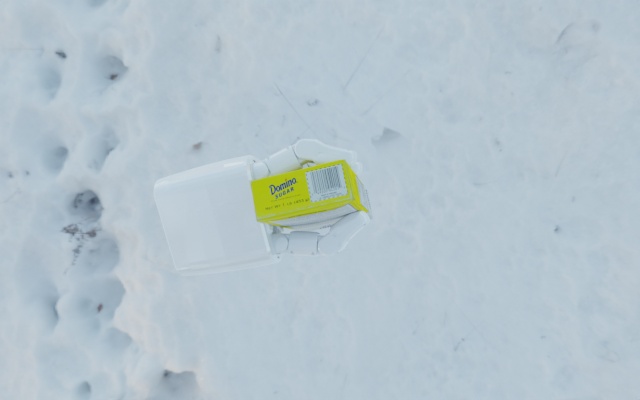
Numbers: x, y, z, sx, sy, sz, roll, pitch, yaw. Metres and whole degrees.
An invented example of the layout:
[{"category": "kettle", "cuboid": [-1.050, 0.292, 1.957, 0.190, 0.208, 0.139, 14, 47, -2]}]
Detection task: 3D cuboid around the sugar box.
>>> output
[{"category": "sugar box", "cuboid": [0.000, 0.001, 0.510, 0.093, 0.048, 0.176, -12, -7, 9]}]
